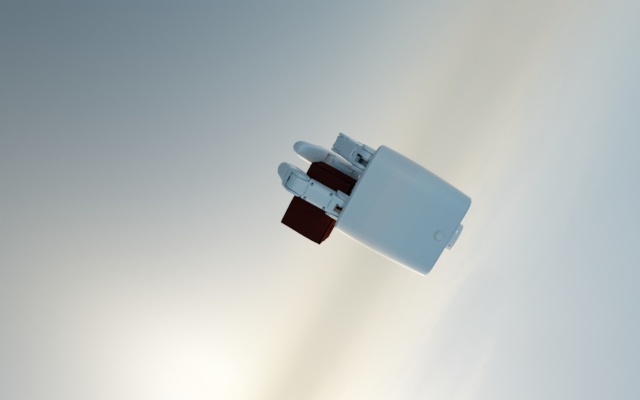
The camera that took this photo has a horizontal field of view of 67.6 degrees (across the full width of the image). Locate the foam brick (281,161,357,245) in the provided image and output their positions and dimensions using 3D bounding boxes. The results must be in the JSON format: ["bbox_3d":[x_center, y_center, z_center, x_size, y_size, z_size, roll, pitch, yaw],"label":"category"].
[{"bbox_3d":[0.000,0.002,0.531,0.051,0.078,0.053,30,11,8],"label":"foam brick"}]
